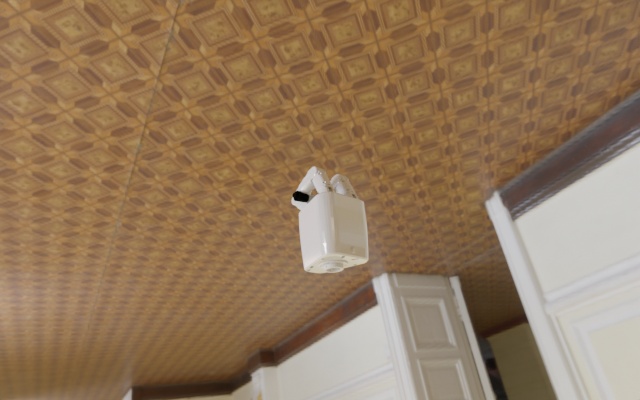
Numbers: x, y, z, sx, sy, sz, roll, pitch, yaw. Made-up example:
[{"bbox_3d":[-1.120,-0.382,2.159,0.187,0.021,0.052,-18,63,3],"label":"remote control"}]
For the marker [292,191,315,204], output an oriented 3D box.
[{"bbox_3d":[0.000,0.003,0.865,0.121,0.020,0.020,15,-9,-37],"label":"marker"}]
